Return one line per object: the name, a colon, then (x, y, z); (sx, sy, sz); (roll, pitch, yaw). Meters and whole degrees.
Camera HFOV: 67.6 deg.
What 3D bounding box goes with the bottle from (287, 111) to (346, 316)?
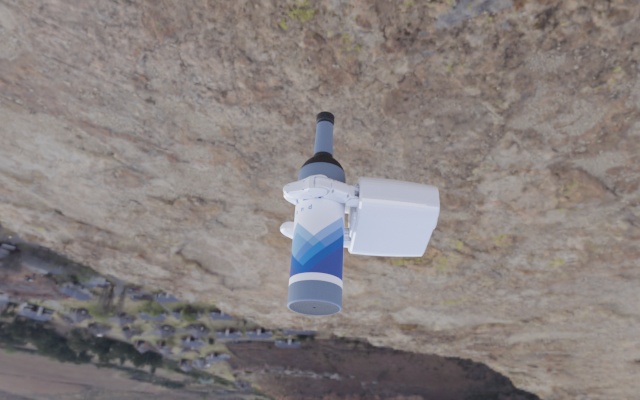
bottle: (0.000, 0.002, 0.649); (0.069, 0.295, 0.069); (3, -29, 1)
